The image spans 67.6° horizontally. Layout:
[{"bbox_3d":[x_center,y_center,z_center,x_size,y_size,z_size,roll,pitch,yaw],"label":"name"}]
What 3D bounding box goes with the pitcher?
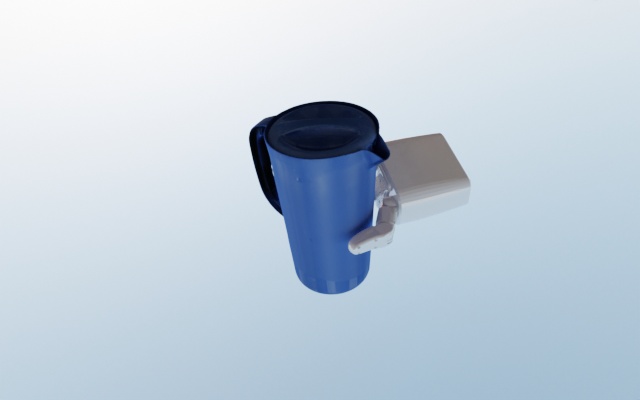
[{"bbox_3d":[0.000,0.002,0.621,0.145,0.243,0.149,-13,39,-11],"label":"pitcher"}]
